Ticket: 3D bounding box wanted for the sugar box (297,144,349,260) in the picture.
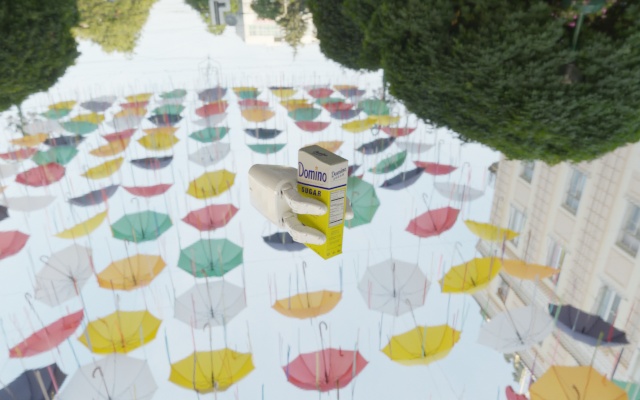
[{"bbox_3d":[0.000,0.003,0.813,0.048,0.176,0.093,-19,32,-32],"label":"sugar box"}]
